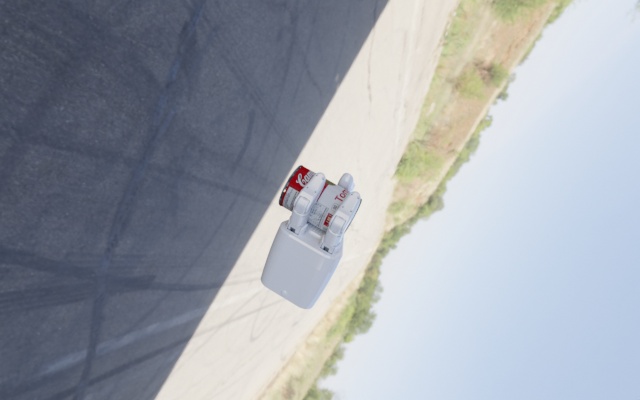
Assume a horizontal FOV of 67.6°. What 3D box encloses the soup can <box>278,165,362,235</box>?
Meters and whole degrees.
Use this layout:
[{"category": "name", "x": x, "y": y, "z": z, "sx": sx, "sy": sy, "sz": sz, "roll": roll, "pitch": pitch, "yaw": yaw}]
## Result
[{"category": "soup can", "x": 0.001, "y": 0.002, "z": 0.687, "sx": 0.102, "sy": 0.068, "sz": 0.068, "roll": 29, "pitch": 5, "yaw": 9}]
